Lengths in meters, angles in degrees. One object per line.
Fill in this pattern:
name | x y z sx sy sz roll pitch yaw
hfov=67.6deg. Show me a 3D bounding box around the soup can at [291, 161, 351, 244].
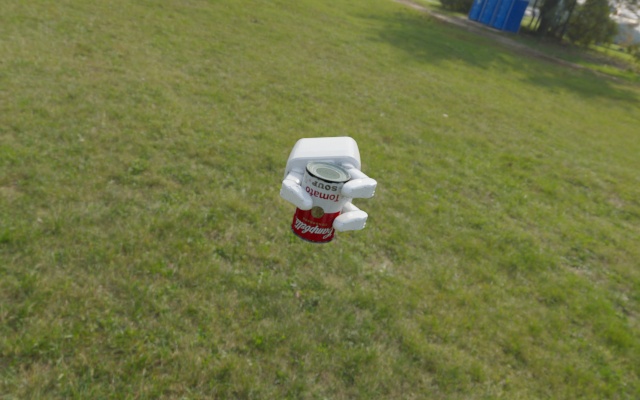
soup can | 0.000 0.002 0.693 0.068 0.102 0.068 12 26 -6
